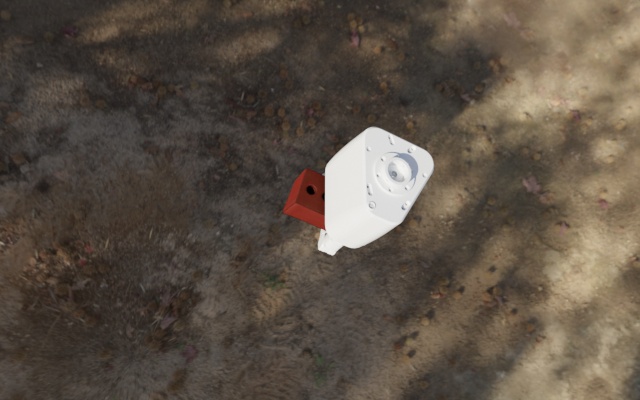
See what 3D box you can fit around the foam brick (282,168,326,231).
[{"bbox_3d":[0.000,0.002,0.621,0.078,0.053,0.051,23,-23,-13],"label":"foam brick"}]
